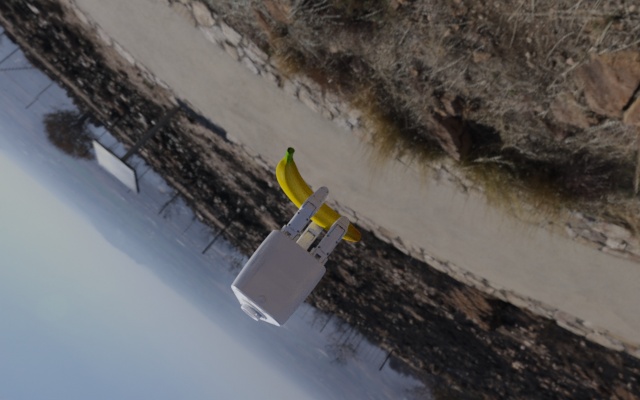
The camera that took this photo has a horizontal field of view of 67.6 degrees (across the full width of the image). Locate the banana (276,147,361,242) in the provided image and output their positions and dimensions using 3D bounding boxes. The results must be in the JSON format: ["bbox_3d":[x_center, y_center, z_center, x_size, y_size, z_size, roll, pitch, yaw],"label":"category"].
[{"bbox_3d":[-0.012,0.001,0.774,0.198,0.037,0.069,49,-26,-23],"label":"banana"}]
